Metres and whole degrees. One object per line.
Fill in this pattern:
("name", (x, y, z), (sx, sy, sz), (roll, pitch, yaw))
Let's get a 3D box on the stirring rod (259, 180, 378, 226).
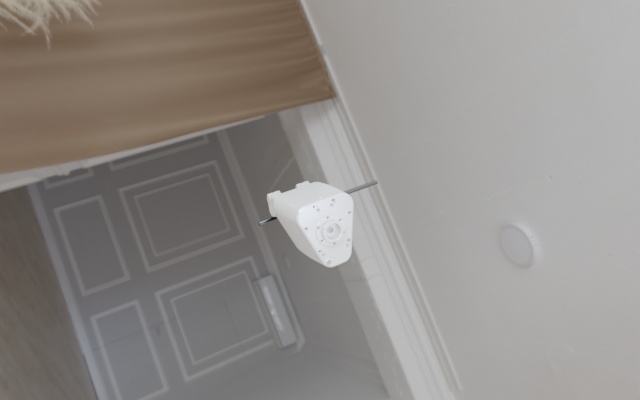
("stirring rod", (0.000, 0.003, 0.875), (0.239, 0.011, 0.011), (-20, 6, -19))
